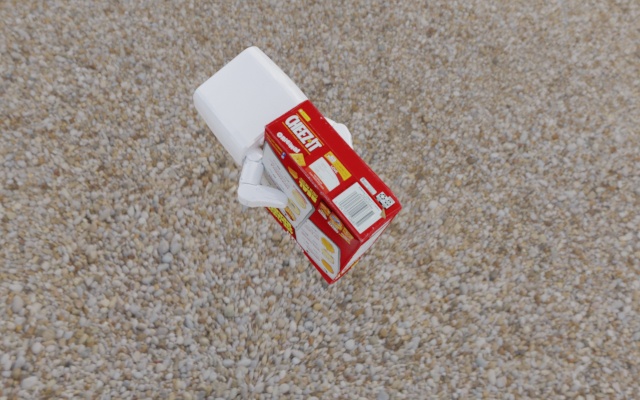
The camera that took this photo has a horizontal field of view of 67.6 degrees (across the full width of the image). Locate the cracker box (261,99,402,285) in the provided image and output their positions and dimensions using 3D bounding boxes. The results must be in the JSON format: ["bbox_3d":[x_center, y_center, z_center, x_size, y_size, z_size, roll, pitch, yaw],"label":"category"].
[{"bbox_3d":[0.000,0.002,0.596,0.072,0.164,0.214,-36,-13,-19],"label":"cracker box"}]
